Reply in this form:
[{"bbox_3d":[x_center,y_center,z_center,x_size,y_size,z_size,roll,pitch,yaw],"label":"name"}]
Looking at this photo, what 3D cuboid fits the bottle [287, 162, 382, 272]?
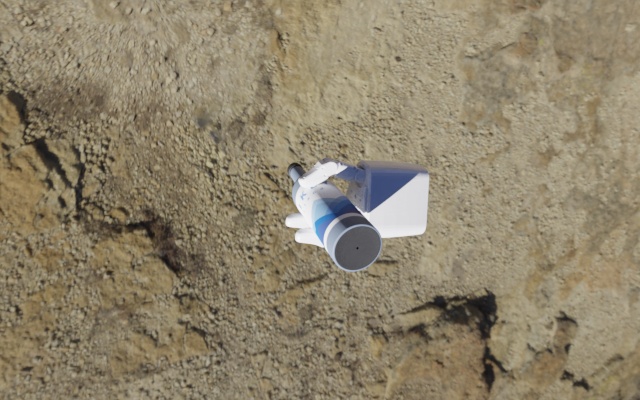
[{"bbox_3d":[0.000,0.002,0.715,0.069,0.069,0.295,0,23,-20],"label":"bottle"}]
